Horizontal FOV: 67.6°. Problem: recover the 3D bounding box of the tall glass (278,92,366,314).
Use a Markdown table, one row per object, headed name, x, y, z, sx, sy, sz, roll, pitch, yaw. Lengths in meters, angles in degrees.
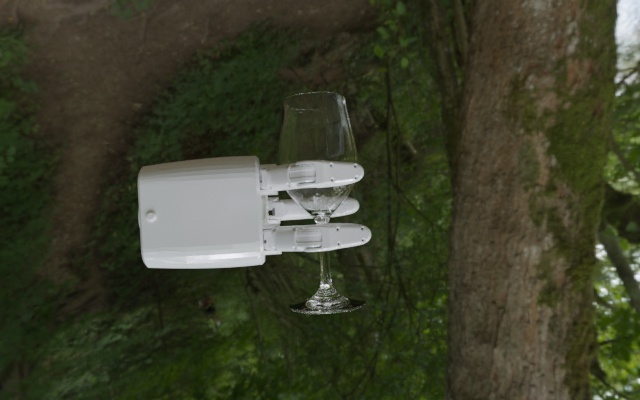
| name | x | y | z | sx | sy | sz | roll | pitch | yaw |
| --- | --- | --- | --- | --- | --- | --- | --- | --- | --- |
| tall glass | 0.000 | 0.002 | 0.461 | 0.079 | 0.201 | 0.079 | -4 | -1 | 0 |
